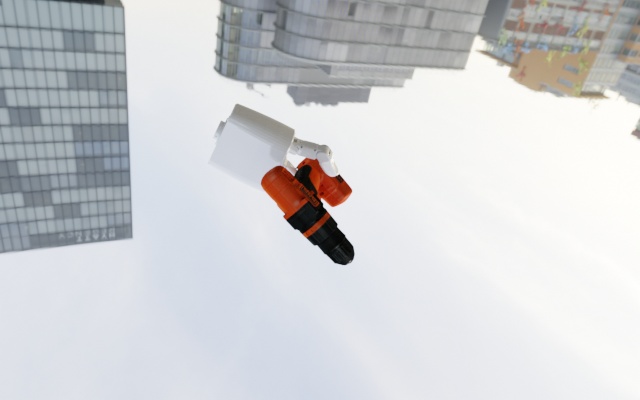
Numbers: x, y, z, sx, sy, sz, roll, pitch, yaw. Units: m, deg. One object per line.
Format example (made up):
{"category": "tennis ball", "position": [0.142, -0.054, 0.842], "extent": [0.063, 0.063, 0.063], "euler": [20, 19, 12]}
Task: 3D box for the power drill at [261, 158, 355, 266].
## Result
{"category": "power drill", "position": [0.000, 0.002, 0.774], "extent": [0.057, 0.184, 0.187], "euler": [-38, 7, 21]}
